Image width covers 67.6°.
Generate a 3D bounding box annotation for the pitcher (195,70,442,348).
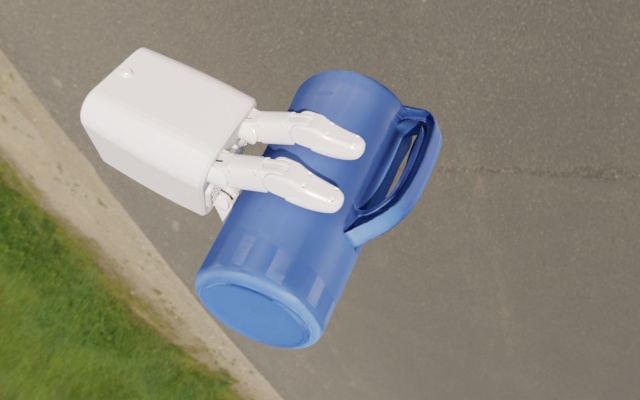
[{"bbox_3d":[0.000,0.001,0.429,0.145,0.242,0.149,27,-37,-2],"label":"pitcher"}]
